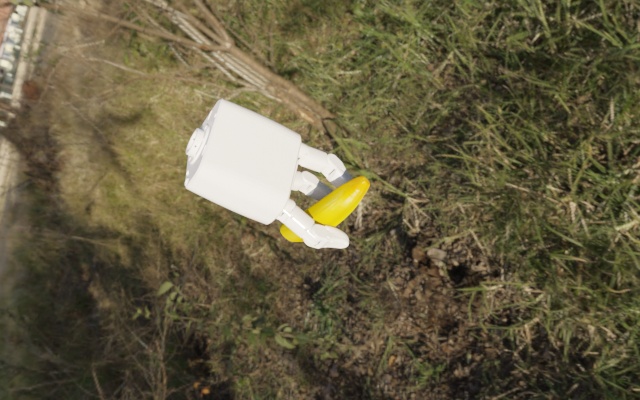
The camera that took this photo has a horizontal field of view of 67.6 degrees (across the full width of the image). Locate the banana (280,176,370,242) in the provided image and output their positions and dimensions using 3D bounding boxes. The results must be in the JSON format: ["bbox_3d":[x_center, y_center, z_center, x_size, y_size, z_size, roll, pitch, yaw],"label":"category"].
[{"bbox_3d":[-0.008,0.019,0.617,0.037,0.069,0.198,31,-25,-20],"label":"banana"}]
